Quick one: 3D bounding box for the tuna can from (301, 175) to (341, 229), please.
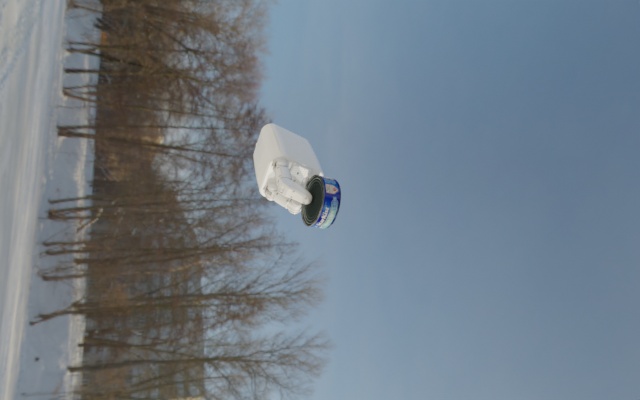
[{"bbox_3d":[0.001,0.003,0.783,0.034,0.086,0.086,10,-4,-24],"label":"tuna can"}]
